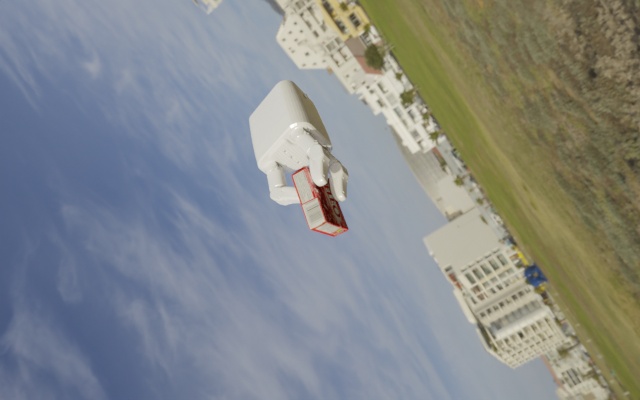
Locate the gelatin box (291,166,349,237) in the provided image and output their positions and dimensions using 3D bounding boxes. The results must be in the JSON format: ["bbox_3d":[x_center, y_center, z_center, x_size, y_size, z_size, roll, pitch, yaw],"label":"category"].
[{"bbox_3d":[0.000,0.003,0.671,0.030,0.089,0.073,-28,-23,20],"label":"gelatin box"}]
